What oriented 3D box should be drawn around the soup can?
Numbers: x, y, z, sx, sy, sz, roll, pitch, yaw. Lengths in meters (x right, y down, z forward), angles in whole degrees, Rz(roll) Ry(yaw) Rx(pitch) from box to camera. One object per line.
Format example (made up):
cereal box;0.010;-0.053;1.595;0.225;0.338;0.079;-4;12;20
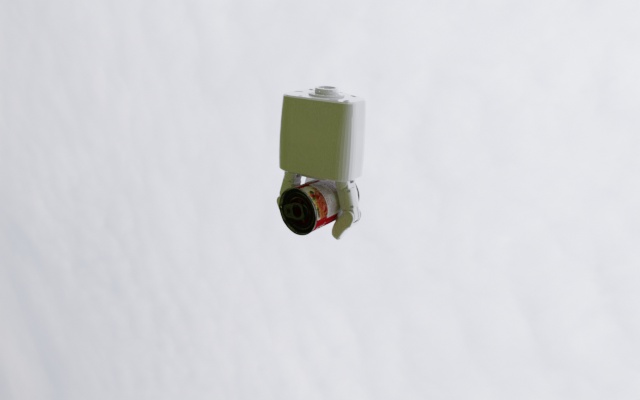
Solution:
soup can;0.000;0.003;0.681;0.068;0.068;0.102;0;15;41
